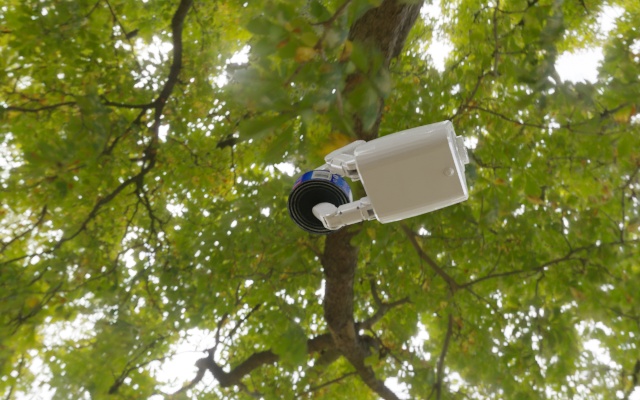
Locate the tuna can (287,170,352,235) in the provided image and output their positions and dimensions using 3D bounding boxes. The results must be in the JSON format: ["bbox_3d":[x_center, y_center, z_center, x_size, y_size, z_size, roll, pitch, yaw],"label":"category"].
[{"bbox_3d":[0.000,0.002,0.644,0.086,0.086,0.033,0,30,9],"label":"tuna can"}]
